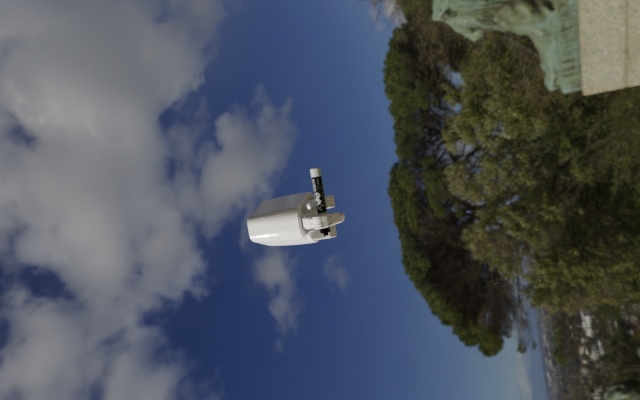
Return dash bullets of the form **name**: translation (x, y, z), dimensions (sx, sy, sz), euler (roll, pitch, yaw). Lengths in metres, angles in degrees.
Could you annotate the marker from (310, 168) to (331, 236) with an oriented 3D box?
- **marker**: translation (0.000, 0.003, 0.845), dimensions (0.020, 0.121, 0.020), euler (-9, 3, 0)
